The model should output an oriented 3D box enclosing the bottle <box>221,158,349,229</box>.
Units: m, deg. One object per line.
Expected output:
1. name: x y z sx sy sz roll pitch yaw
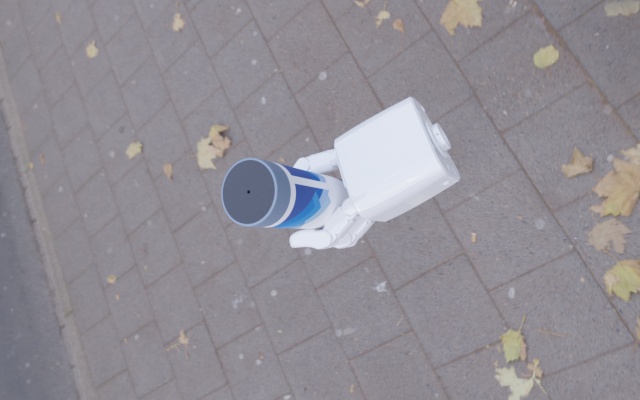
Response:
1. bottle: 0.000 0.002 0.585 0.069 0.069 0.296 0 -4 28
